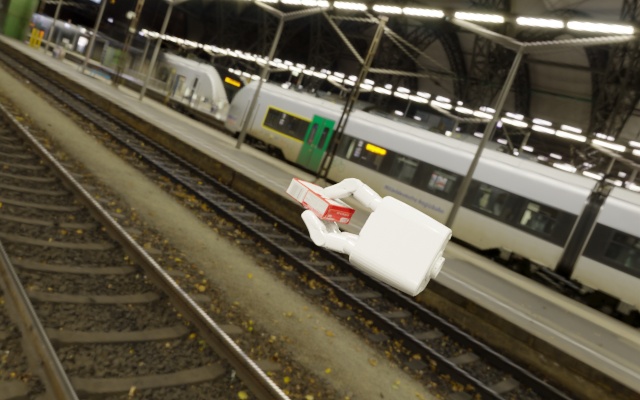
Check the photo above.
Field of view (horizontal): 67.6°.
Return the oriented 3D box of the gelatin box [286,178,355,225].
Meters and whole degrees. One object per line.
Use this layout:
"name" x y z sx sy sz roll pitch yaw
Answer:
"gelatin box" 0.000 0.002 0.758 0.089 0.030 0.073 36 12 33
